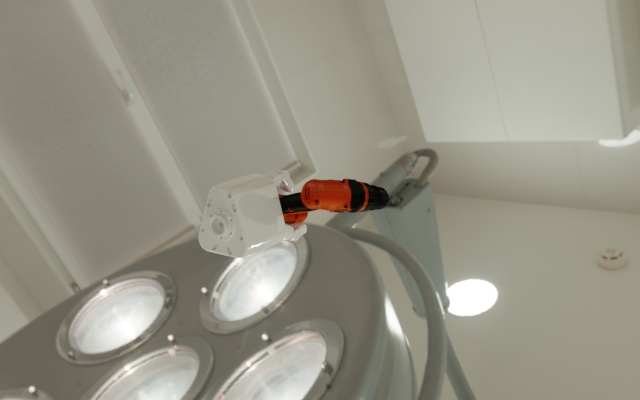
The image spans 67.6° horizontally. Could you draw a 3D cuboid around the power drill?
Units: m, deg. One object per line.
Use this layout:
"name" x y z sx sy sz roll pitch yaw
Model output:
"power drill" 0.000 0.003 0.820 0.184 0.057 0.188 5 -14 -43
